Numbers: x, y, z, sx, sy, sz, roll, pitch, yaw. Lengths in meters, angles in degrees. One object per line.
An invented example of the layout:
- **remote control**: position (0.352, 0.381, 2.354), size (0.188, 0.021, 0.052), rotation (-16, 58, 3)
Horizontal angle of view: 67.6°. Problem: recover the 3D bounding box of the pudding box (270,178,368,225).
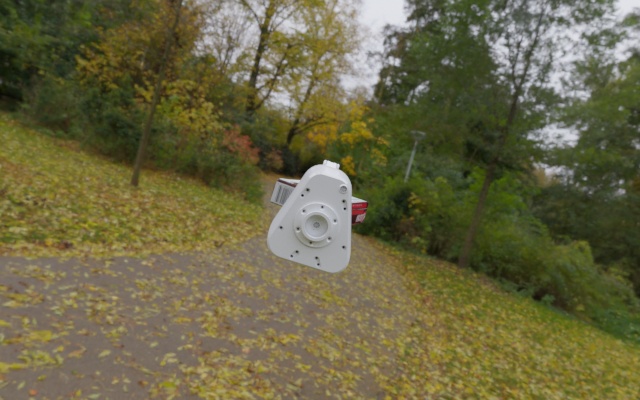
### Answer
- **pudding box**: position (0.000, 0.002, 0.681), size (0.113, 0.039, 0.090), rotation (22, 10, 26)
